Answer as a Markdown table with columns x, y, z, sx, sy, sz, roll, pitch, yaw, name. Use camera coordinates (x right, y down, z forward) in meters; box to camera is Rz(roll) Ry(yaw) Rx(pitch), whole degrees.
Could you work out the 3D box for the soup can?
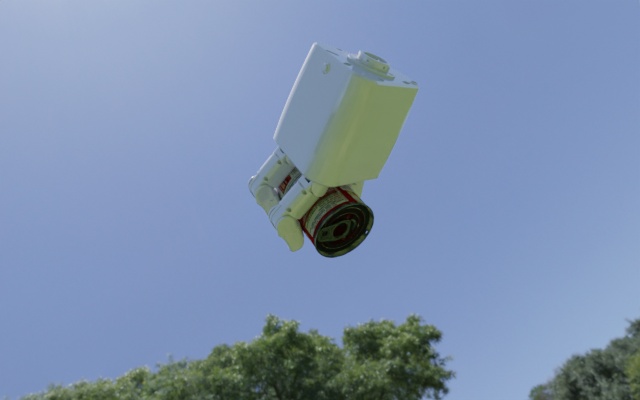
| x | y | z | sx | sy | sz | roll | pitch | yaw | name |
| --- | --- | --- | --- | --- | --- | --- | --- | --- | --- |
| 0.000 | 0.002 | 0.504 | 0.068 | 0.068 | 0.102 | 0 | 35 | -37 | soup can |
